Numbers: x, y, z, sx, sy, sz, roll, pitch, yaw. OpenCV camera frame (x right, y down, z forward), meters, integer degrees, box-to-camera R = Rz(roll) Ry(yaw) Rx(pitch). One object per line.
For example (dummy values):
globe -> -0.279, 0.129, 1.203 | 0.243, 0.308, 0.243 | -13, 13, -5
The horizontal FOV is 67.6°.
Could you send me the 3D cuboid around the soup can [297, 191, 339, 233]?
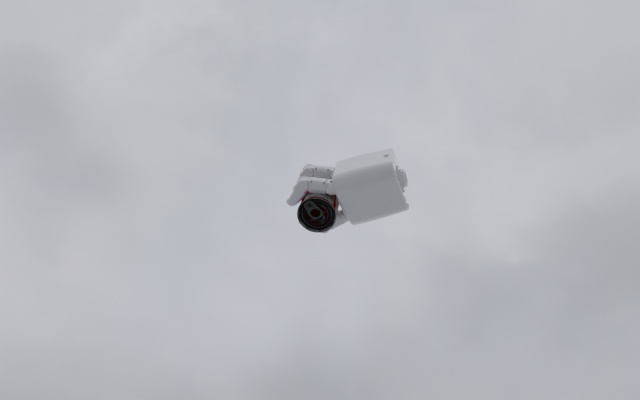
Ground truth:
soup can -> 0.000, 0.003, 0.857 | 0.068, 0.068, 0.102 | 0, 27, 9
